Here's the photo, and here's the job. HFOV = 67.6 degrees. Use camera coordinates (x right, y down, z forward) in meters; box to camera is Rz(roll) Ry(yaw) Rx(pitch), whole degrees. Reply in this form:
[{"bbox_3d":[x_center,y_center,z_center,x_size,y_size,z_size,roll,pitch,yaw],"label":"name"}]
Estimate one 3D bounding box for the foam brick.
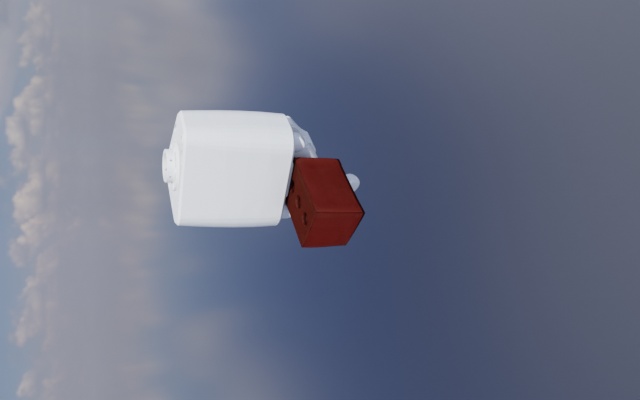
[{"bbox_3d":[0.000,0.002,0.477,0.051,0.078,0.053,-1,-44,-26],"label":"foam brick"}]
